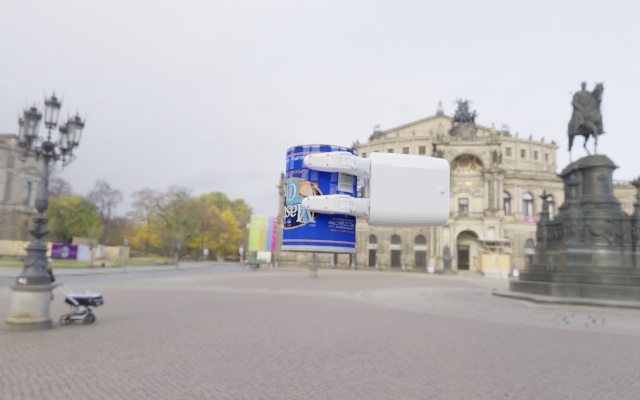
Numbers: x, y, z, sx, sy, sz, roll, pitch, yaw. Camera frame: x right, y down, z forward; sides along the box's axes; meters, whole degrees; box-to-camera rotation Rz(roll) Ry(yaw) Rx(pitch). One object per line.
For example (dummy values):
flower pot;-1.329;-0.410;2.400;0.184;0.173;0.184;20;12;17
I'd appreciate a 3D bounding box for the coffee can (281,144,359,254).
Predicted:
coffee can;0.000;0.002;0.663;0.103;0.140;0.103;2;-7;0
